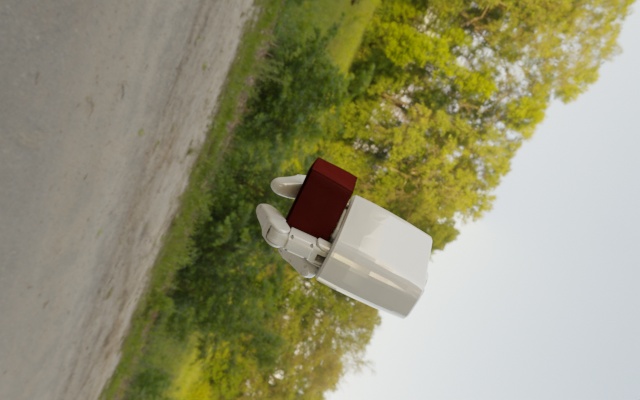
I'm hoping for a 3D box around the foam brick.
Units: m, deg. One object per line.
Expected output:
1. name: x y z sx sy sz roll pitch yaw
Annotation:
1. foam brick: 0.000 0.001 0.520 0.051 0.078 0.053 27 23 0
